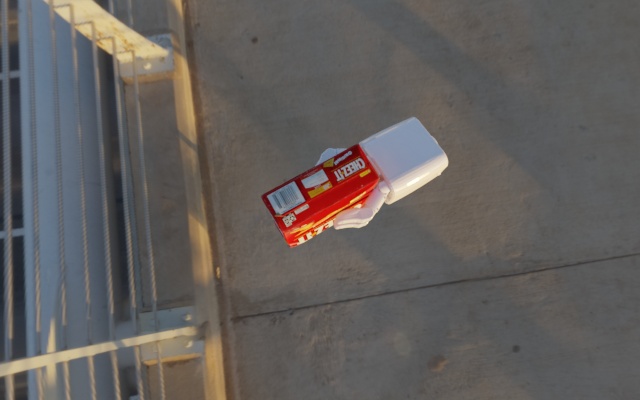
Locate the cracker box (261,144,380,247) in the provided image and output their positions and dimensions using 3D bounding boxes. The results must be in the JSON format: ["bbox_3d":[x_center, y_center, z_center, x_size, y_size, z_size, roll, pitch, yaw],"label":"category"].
[{"bbox_3d":[0.000,0.002,0.782,0.164,0.072,0.214,-29,-10,-6],"label":"cracker box"}]
